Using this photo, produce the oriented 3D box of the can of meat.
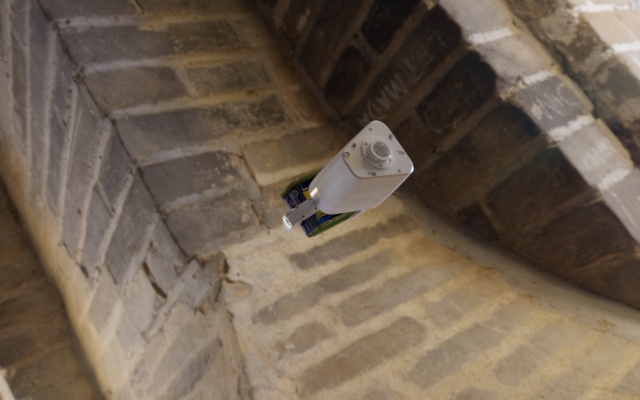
[{"bbox_3d":[0.000,0.003,0.760,0.102,0.084,0.057,-25,-13,-37],"label":"can of meat"}]
